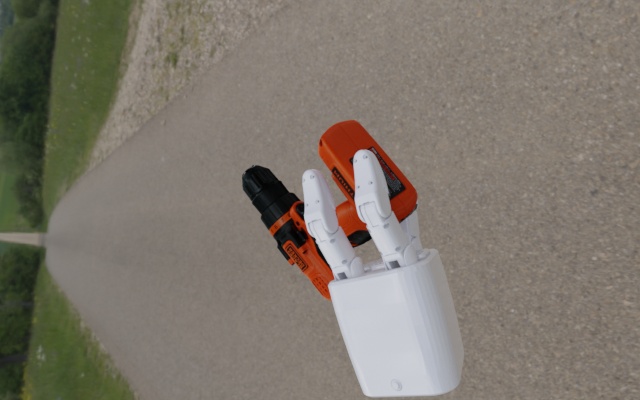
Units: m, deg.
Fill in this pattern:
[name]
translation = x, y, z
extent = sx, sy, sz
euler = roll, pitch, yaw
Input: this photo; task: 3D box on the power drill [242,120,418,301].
[power drill]
translation = 0.000, 0.002, 0.497
extent = 0.057, 0.184, 0.188
euler = -35, -9, -36
